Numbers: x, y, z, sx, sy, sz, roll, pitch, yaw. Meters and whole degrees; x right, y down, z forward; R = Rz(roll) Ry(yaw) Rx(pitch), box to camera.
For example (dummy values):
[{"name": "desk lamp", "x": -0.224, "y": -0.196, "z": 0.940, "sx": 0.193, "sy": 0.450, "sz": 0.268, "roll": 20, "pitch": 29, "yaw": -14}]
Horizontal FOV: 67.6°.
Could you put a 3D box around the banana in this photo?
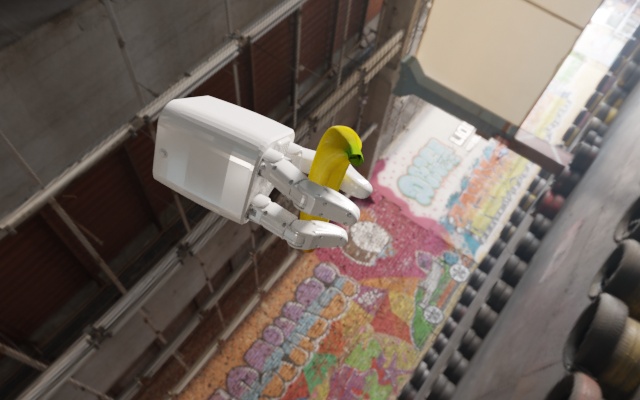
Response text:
[{"name": "banana", "x": 0.004, "y": -0.016, "z": 0.480, "sx": 0.037, "sy": 0.069, "sz": 0.198, "roll": 16, "pitch": -32, "yaw": -4}]
